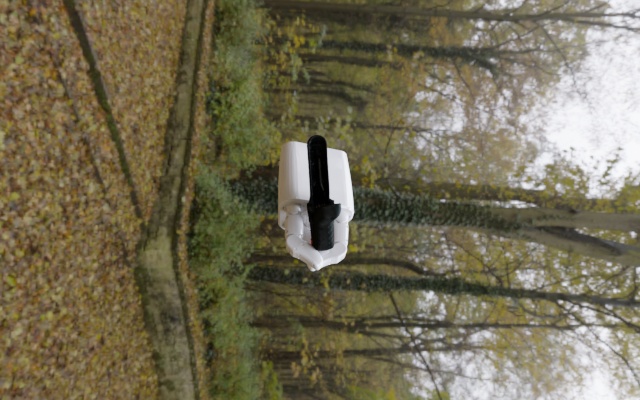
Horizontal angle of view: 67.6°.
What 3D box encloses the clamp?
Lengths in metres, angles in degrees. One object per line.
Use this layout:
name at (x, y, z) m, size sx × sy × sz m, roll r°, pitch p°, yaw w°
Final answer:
clamp at (0.001, 0.002, 0.617) m, size 0.039 × 0.120 × 0.172 m, roll 0°, pitch -29°, yaw -6°
